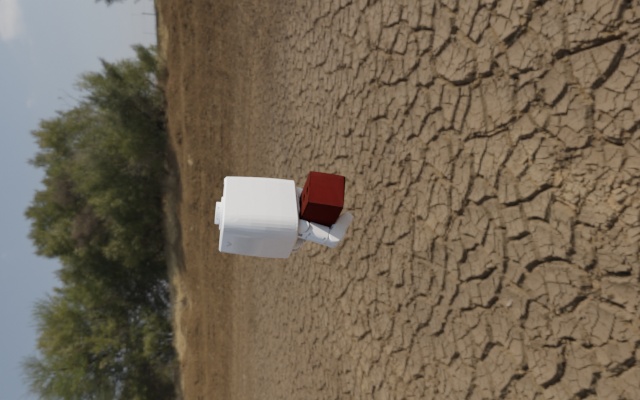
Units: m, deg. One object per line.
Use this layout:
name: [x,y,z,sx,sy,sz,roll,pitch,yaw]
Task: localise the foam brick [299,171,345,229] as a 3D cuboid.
foam brick: [0.000,0.002,0.684,0.051,0.053,0.078,10,-32,-9]
